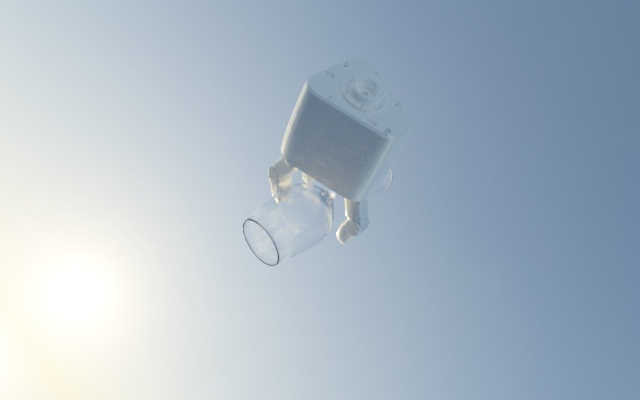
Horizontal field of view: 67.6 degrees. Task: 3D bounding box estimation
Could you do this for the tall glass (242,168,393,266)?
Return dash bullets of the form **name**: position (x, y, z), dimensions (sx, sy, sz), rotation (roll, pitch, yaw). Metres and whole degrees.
- **tall glass**: position (0.001, 0.002, 0.593), dimensions (0.201, 0.079, 0.079), rotation (-34, 21, -34)
